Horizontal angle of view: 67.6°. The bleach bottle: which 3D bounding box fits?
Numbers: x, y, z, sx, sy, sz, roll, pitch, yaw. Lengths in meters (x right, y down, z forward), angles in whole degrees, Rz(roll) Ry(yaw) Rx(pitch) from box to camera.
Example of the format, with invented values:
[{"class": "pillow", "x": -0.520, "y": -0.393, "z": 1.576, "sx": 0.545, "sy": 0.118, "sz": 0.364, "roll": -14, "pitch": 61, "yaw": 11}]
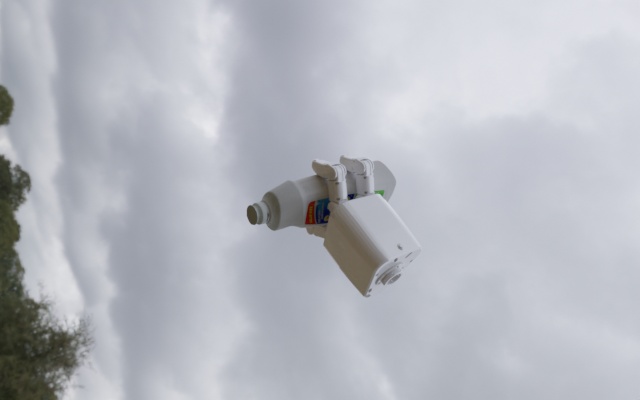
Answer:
[{"class": "bleach bottle", "x": 0.000, "y": 0.002, "z": 0.728, "sx": 0.251, "sy": 0.068, "sz": 0.103, "roll": -14, "pitch": -35, "yaw": -38}]
